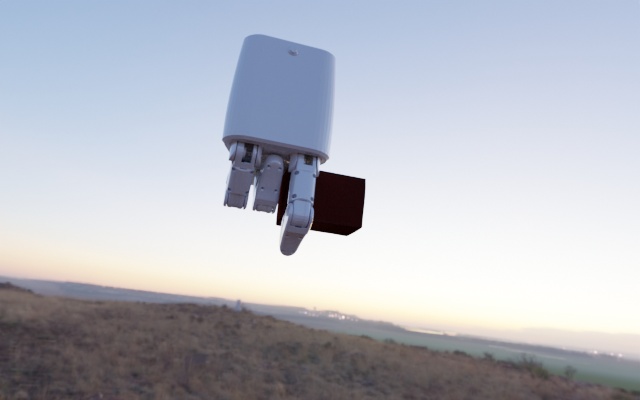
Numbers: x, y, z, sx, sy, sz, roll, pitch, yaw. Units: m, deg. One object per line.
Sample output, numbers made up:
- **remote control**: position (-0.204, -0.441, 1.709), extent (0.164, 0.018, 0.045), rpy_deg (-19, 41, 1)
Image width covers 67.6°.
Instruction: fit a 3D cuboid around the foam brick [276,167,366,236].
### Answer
- **foam brick**: position (0.000, 0.002, 0.472), extent (0.078, 0.051, 0.053), rpy_deg (10, -15, -14)
